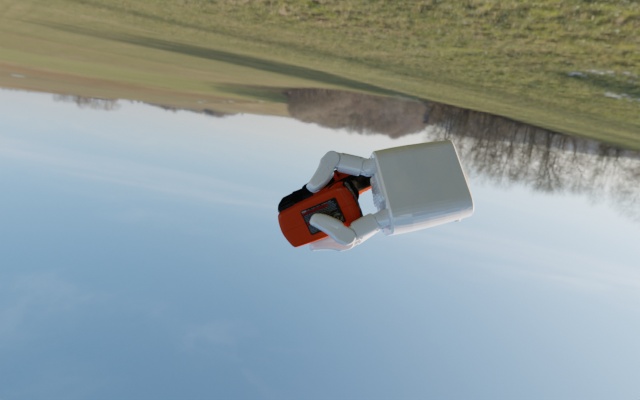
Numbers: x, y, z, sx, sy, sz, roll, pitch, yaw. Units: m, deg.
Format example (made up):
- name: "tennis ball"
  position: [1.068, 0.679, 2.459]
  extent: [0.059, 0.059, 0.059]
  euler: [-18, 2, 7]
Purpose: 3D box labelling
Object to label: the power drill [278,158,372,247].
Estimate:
- name: "power drill"
  position: [0.000, 0.002, 0.692]
  extent: [0.184, 0.057, 0.187]
  euler: [-25, 11, 17]
